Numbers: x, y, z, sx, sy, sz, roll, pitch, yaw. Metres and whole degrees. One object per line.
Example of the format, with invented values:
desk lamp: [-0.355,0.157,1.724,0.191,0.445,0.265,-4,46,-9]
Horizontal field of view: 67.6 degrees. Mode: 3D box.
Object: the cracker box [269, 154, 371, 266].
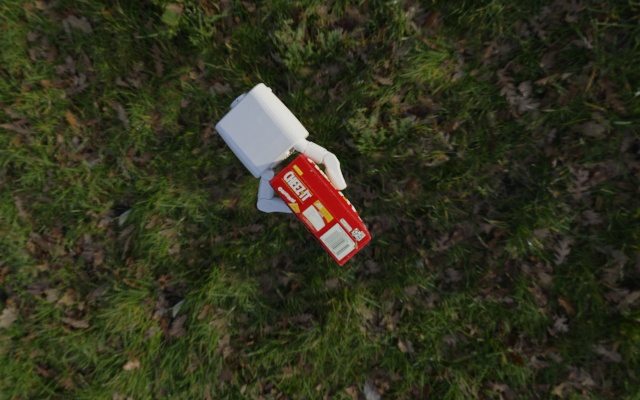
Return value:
cracker box: [0.000,0.003,0.789,0.072,0.164,0.213,-40,5,4]
